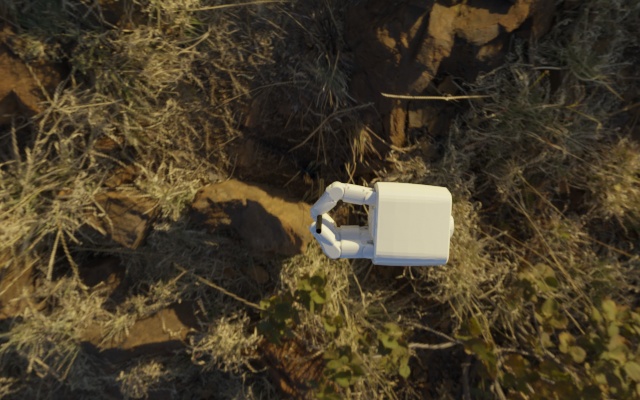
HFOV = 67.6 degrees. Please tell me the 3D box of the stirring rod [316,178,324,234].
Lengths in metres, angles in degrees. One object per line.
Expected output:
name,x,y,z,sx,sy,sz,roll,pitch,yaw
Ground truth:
stirring rod,0.000,0.002,0.753,0.011,0.011,0.239,0,19,1
